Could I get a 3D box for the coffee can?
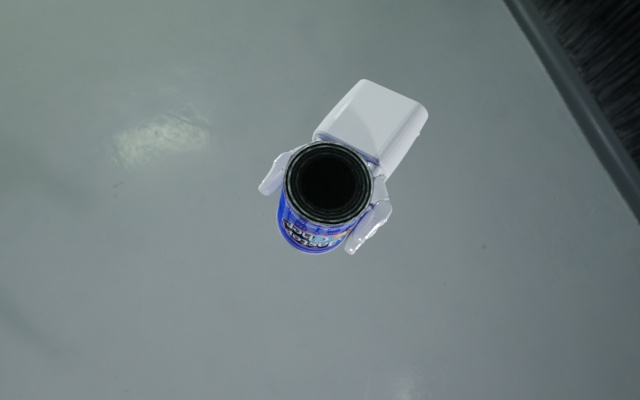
[{"bbox_3d":[0.000,0.002,0.590,0.103,0.102,0.140,0,-18,-8],"label":"coffee can"}]
